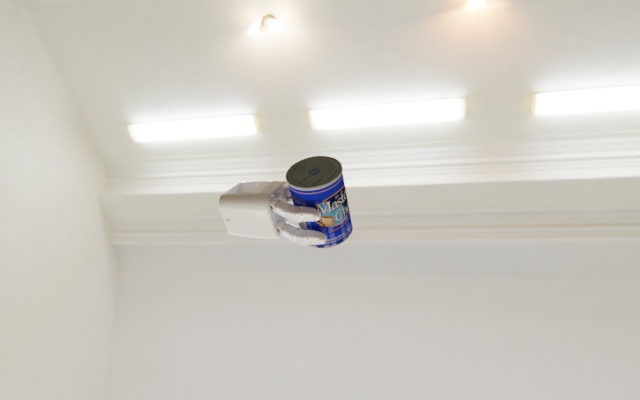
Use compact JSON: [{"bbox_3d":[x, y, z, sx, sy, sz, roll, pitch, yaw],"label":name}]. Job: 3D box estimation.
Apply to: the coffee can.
[{"bbox_3d":[0.000,0.003,0.887,0.103,0.140,0.102,-8,36,6],"label":"coffee can"}]
